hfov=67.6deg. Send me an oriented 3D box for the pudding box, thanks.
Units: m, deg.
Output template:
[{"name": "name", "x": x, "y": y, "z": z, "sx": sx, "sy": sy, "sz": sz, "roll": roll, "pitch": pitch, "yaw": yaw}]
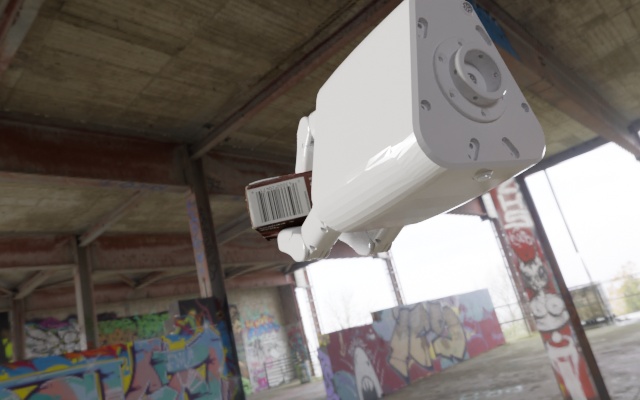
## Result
[{"name": "pudding box", "x": 0.000, "y": 0.001, "z": 0.402, "sx": 0.113, "sy": 0.039, "sz": 0.090, "roll": -11, "pitch": -12, "yaw": -1}]
